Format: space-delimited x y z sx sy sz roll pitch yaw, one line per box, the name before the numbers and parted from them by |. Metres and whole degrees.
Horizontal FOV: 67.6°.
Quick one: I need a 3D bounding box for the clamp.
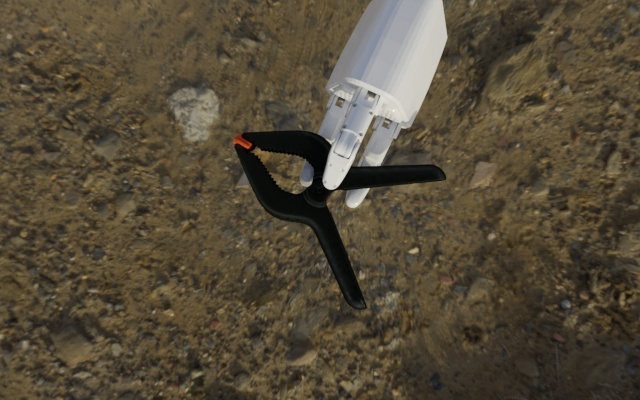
clamp | 0.000 0.001 0.483 0.210 0.164 0.036 25 -2 2
